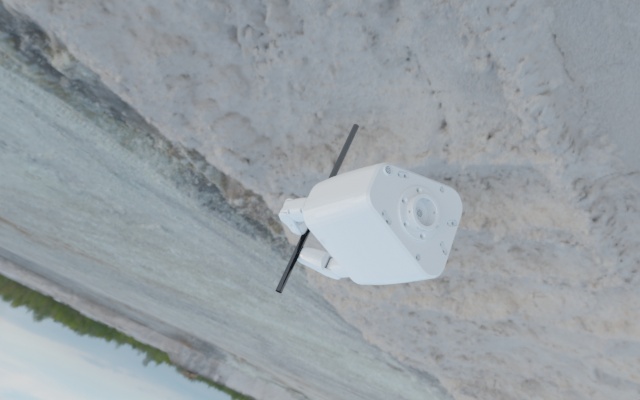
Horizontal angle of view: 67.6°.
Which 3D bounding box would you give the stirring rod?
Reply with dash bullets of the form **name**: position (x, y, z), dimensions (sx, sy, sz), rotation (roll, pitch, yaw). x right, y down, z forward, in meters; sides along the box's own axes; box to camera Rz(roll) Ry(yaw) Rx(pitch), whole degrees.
- **stirring rod**: position (0.000, 0.002, 0.579), dimensions (0.011, 0.239, 0.011), rotation (21, -24, 10)
